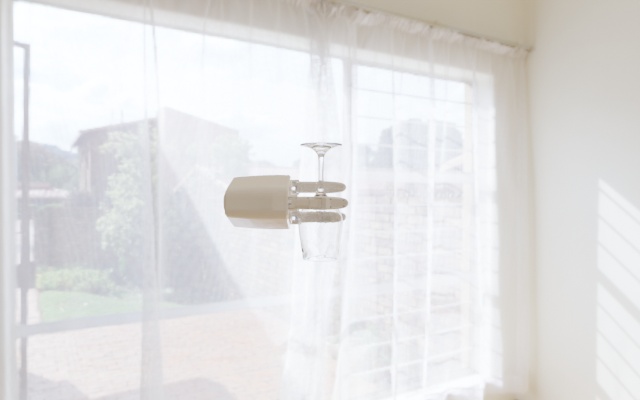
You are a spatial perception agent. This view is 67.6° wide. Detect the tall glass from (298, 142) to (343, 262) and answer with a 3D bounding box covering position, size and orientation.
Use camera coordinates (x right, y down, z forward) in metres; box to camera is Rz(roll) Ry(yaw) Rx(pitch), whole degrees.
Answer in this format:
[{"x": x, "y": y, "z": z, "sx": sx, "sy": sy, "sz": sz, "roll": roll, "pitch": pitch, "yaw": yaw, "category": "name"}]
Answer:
[{"x": 0.000, "y": 0.002, "z": 0.829, "sx": 0.079, "sy": 0.201, "sz": 0.079, "roll": 0, "pitch": 1, "yaw": 0, "category": "tall glass"}]
